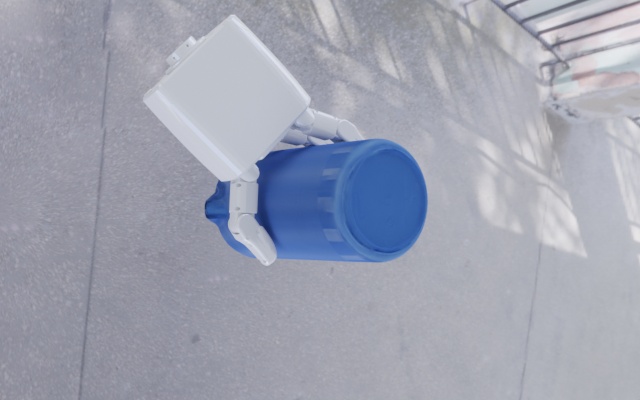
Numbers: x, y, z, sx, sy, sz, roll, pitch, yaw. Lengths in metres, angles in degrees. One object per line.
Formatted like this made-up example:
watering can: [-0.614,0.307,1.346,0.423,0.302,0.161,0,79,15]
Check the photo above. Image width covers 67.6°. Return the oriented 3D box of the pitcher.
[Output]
pitcher: [0.000,0.002,0.511,0.145,0.149,0.243,48,-26,-23]
